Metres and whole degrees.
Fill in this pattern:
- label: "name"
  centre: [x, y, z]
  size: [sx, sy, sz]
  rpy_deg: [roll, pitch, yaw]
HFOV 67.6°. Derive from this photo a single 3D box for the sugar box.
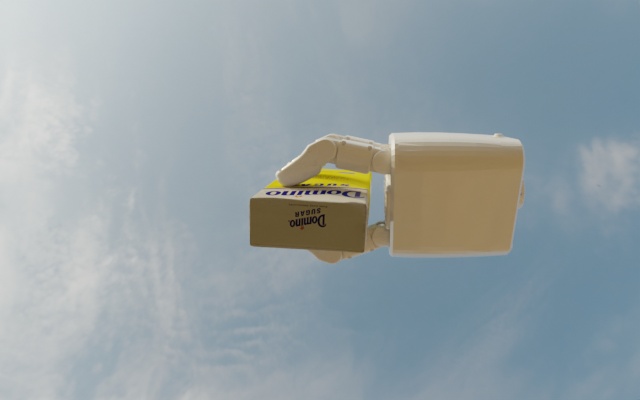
- label: "sugar box"
  centre: [0.000, 0.001, 0.447]
  size: [0.093, 0.048, 0.176]
  rpy_deg: [3, 9, 6]
